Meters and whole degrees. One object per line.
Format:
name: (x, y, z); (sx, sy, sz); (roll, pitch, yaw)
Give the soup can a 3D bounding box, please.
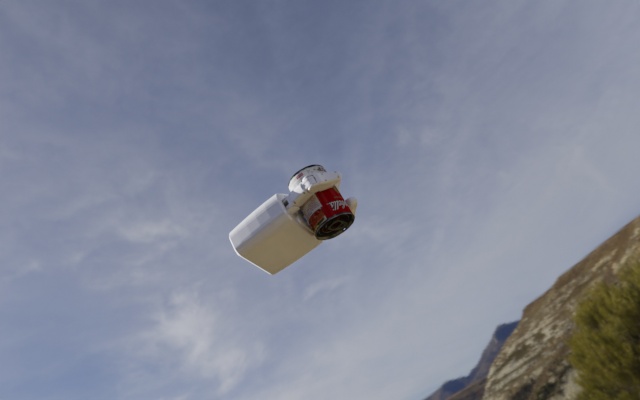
soup can: (0.000, 0.002, 0.749); (0.068, 0.102, 0.068); (-23, -28, -13)
